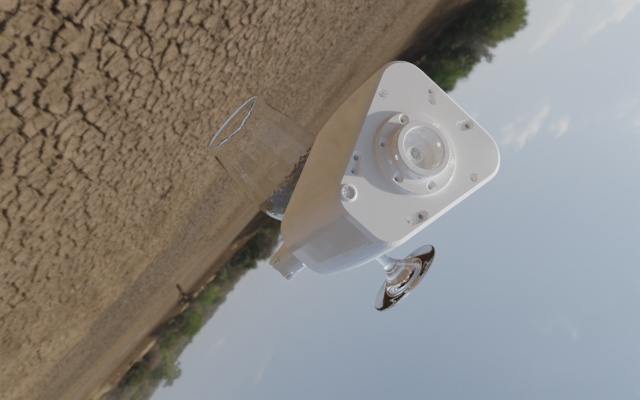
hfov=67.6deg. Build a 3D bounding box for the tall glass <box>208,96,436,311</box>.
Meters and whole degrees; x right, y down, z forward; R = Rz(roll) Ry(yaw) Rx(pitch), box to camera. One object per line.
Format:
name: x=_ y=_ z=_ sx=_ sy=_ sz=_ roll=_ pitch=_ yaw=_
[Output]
tall glass: x=0.000 y=0.002 z=0.409 sx=0.201 sy=0.079 sz=0.079 roll=42 pitch=-4 yaw=-4
